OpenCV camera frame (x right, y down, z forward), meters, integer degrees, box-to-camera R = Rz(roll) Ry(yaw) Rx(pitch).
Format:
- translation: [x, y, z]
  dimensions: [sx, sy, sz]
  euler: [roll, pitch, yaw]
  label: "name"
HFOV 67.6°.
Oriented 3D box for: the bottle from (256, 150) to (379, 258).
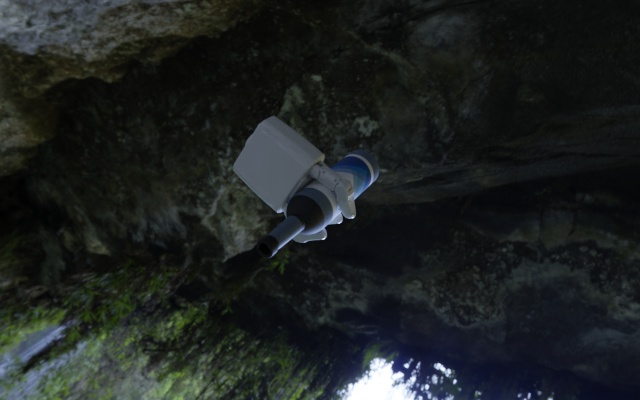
- translation: [0.000, 0.002, 0.748]
  dimensions: [0.069, 0.069, 0.295]
  euler: [0, 25, 35]
  label: "bottle"
